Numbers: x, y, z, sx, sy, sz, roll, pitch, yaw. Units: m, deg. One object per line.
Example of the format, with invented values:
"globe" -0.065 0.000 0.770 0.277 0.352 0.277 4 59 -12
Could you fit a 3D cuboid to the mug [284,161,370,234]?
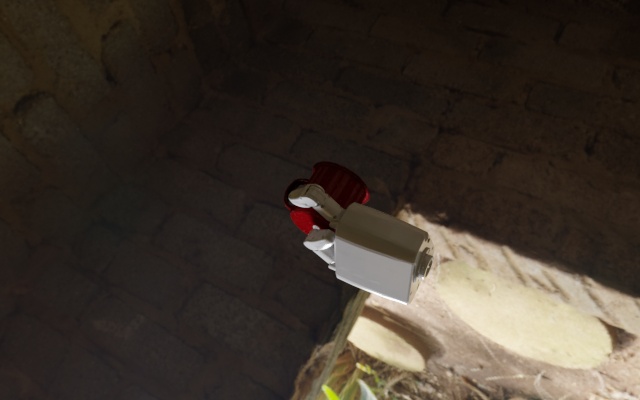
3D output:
"mug" -0.001 0.002 0.673 0.117 0.081 0.093 20 -27 25
